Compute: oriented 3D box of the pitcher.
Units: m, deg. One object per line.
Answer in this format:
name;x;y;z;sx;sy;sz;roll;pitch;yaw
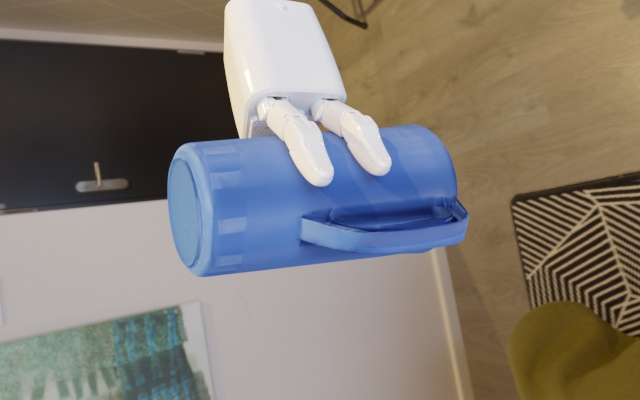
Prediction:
pitcher;0.000;0.001;0.428;0.243;0.145;0.149;-6;-20;-30
